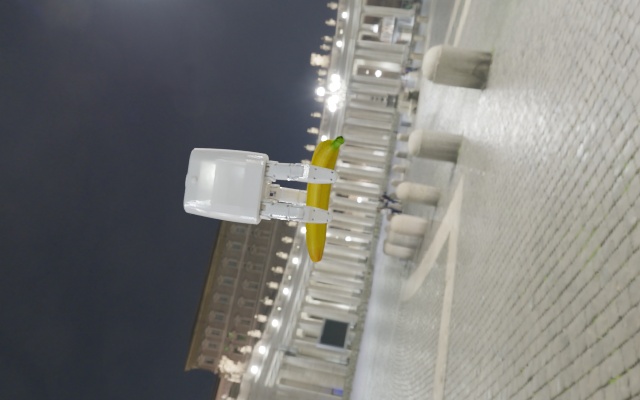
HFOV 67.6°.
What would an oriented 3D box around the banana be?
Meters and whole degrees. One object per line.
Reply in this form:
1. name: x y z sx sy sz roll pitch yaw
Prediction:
1. banana: -0.001 -0.008 0.706 0.037 0.198 0.069 6 22 -7
